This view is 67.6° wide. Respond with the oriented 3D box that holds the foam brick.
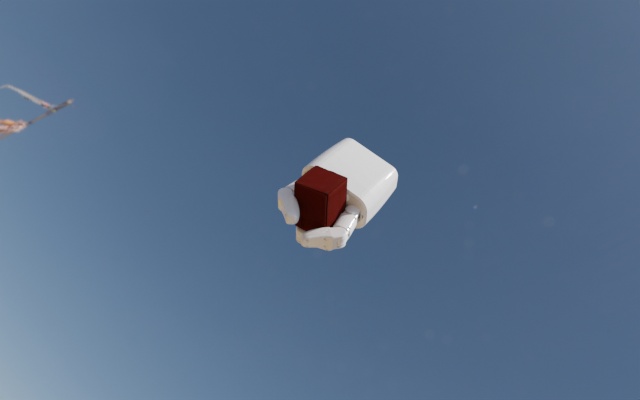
[{"bbox_3d":[0.000,0.002,0.642,0.053,0.078,0.051,24,44,25],"label":"foam brick"}]
